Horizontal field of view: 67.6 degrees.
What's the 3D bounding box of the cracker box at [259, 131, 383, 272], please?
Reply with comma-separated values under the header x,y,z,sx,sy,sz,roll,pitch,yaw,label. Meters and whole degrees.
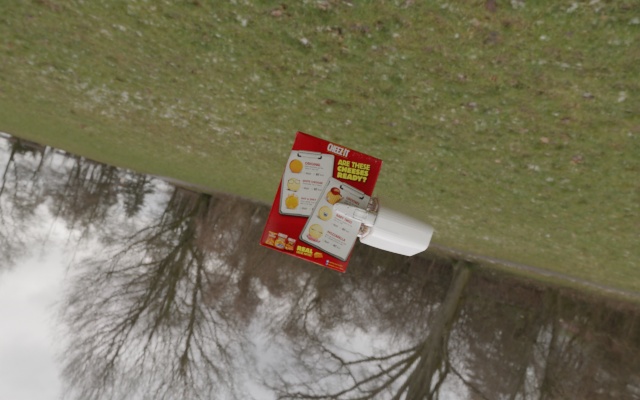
x,y,z,sx,sy,sz,roll,pitch,yaw,label
0.000,0.003,0.874,0.164,0.213,0.072,19,0,-5,cracker box
